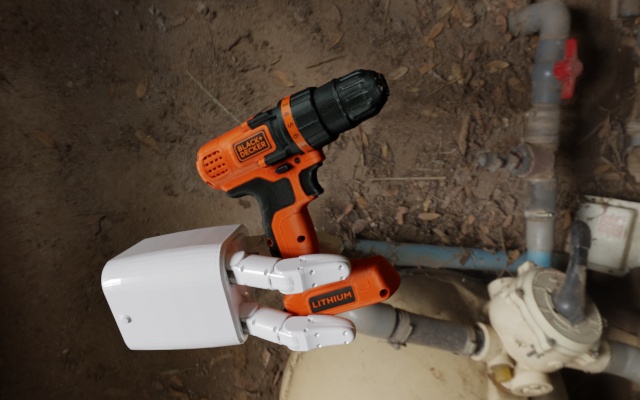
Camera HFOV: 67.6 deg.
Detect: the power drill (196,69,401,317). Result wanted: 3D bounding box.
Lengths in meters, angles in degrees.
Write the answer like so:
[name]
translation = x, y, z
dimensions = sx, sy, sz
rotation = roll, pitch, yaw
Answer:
[power drill]
translation = 0.000, 0.002, 0.415
dimensions = 0.184, 0.187, 0.057
rotation = -22, 3, 24
